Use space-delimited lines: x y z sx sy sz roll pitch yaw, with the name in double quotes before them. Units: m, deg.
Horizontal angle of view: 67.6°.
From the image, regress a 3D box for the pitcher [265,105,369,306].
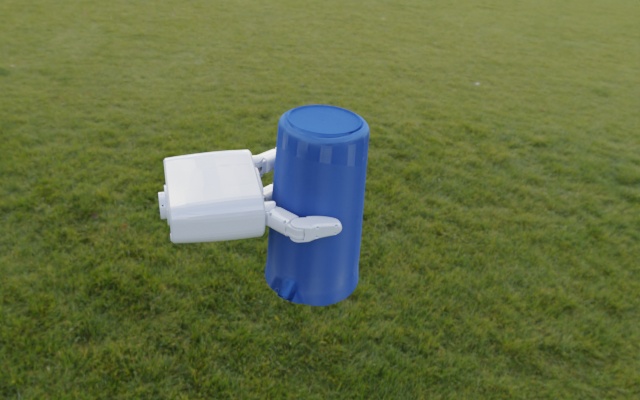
"pitcher" 0.000 0.002 0.628 0.145 0.243 0.149 -6 34 -17
